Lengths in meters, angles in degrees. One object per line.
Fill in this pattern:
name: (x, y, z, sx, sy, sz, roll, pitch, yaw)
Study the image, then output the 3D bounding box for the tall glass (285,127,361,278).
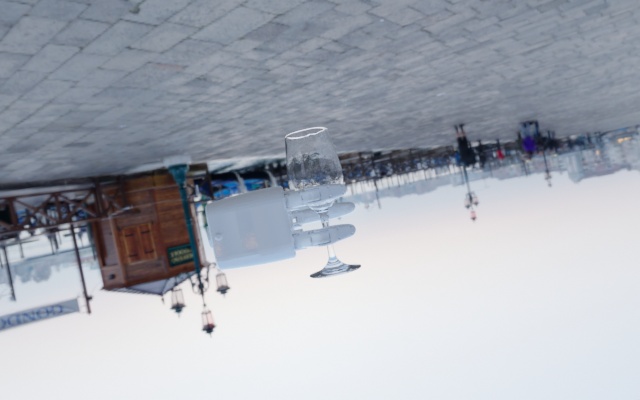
tall glass: (0.000, 0.003, 0.668, 0.079, 0.201, 0.079, -12, 0, 0)
